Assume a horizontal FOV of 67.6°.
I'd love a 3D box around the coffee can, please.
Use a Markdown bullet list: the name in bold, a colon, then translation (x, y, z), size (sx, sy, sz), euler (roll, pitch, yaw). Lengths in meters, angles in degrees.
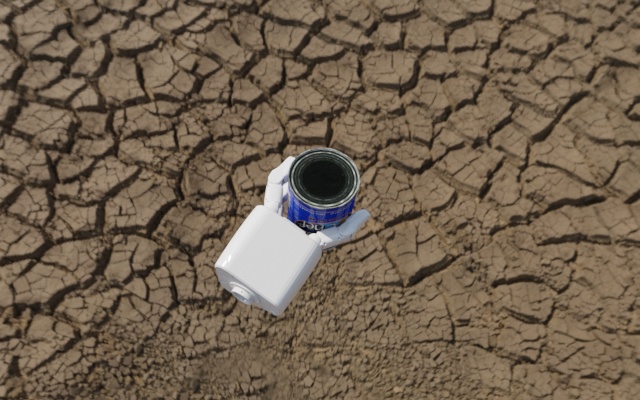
- **coffee can**: translation (0.000, 0.002, 0.726), size (0.103, 0.102, 0.140), euler (0, -30, -5)
